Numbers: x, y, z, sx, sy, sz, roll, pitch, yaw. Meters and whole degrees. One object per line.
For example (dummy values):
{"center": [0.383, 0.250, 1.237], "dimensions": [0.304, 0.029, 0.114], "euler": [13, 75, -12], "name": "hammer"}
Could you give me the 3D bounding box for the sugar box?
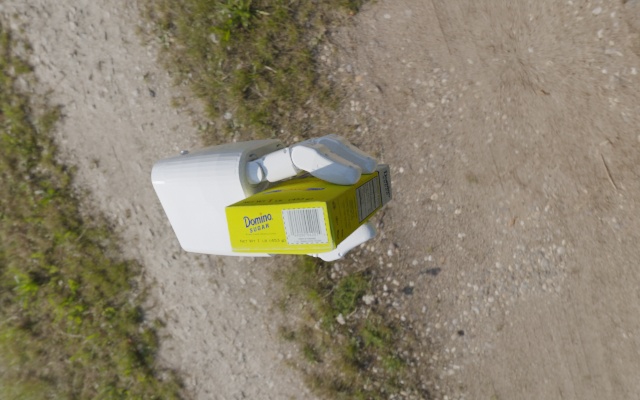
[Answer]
{"center": [0.000, 0.001, 0.444], "dimensions": [0.093, 0.048, 0.176], "euler": [-2, 15, 23], "name": "sugar box"}
